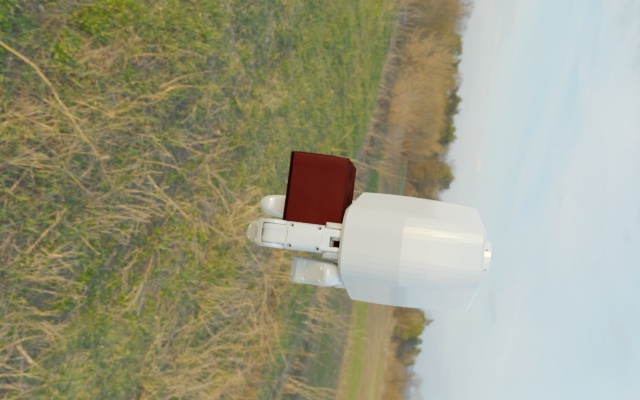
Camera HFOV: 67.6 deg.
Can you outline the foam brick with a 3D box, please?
[{"bbox_3d":[0.000,0.001,0.421,0.051,0.078,0.053,6,-6,13],"label":"foam brick"}]
